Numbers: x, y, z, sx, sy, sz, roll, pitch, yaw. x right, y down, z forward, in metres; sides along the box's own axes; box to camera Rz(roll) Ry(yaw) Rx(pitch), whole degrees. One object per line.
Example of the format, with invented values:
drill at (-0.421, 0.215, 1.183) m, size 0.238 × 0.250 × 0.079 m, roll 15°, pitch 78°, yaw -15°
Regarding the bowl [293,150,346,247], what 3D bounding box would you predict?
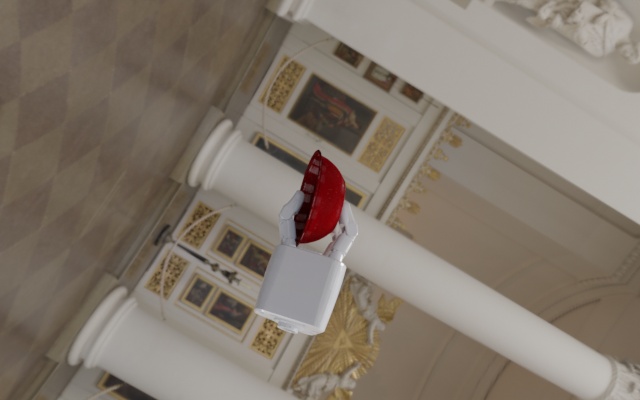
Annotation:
bowl at (0.001, 0.001, 0.772) m, size 0.055 × 0.162 × 0.162 m, roll 14°, pitch -3°, yaw -11°
